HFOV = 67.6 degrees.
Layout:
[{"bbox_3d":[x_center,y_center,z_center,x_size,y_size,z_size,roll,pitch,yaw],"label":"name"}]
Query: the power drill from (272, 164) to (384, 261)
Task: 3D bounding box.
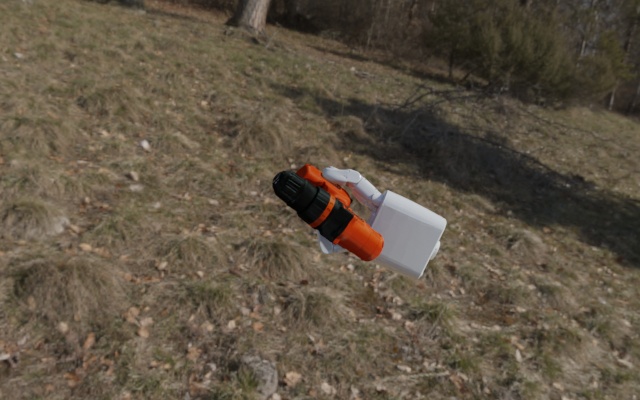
[{"bbox_3d":[0.000,0.002,0.718,0.184,0.057,0.187,39,9,-18],"label":"power drill"}]
